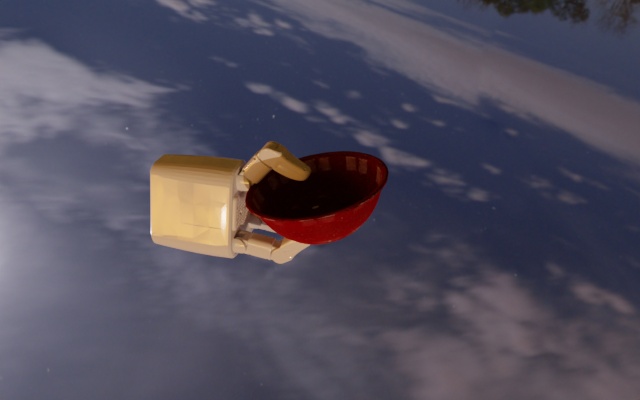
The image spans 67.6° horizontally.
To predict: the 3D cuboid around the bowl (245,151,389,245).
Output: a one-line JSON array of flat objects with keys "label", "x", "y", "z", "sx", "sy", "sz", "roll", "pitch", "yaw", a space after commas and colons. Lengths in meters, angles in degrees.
[{"label": "bowl", "x": 0.001, "y": 0.002, "z": 0.539, "sx": 0.162, "sy": 0.055, "sz": 0.162, "roll": -11, "pitch": 27, "yaw": 6}]
